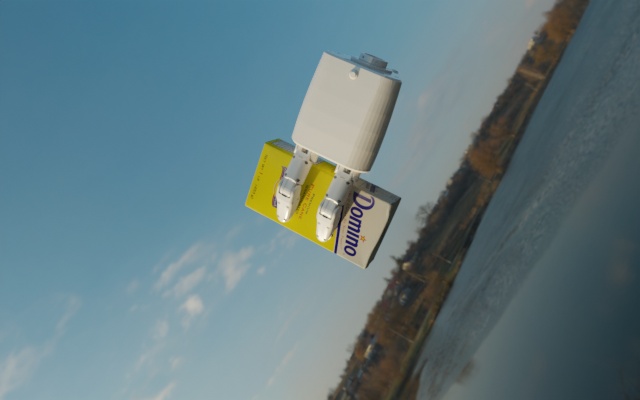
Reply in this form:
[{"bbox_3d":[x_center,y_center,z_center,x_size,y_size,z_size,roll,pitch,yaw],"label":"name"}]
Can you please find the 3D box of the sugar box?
[{"bbox_3d":[0.000,0.002,0.591,0.176,0.093,0.048,27,23,16],"label":"sugar box"}]
